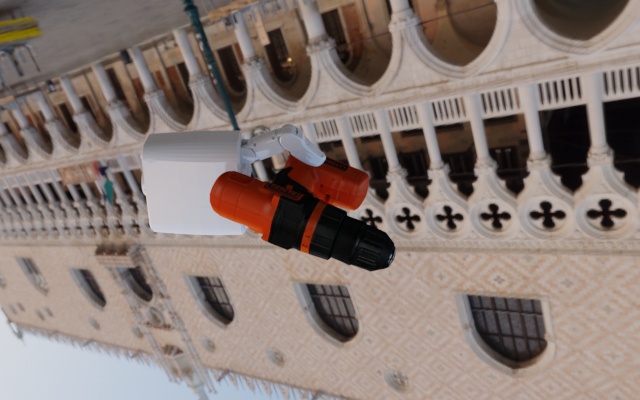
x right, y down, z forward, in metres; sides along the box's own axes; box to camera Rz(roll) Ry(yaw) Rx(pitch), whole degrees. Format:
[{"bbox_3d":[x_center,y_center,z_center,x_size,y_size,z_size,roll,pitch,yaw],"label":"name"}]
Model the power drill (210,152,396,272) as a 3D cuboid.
[{"bbox_3d":[0.000,0.002,0.513,0.184,0.057,0.187,22,19,9],"label":"power drill"}]
